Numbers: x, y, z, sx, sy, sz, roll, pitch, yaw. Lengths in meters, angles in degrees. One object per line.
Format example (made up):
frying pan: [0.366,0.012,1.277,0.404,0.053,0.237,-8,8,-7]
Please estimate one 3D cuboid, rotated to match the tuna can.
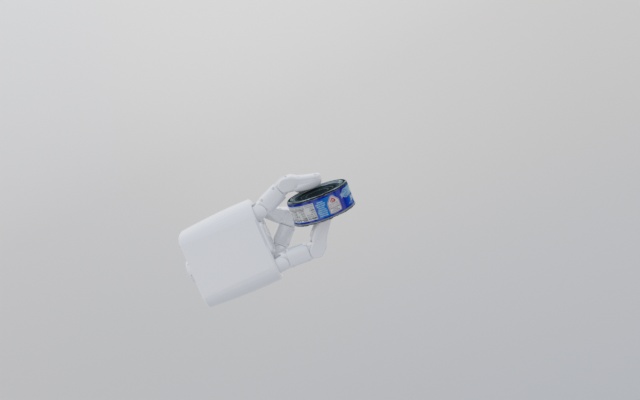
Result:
tuna can: [0.000,0.001,0.627,0.086,0.034,0.086,-20,11,4]
